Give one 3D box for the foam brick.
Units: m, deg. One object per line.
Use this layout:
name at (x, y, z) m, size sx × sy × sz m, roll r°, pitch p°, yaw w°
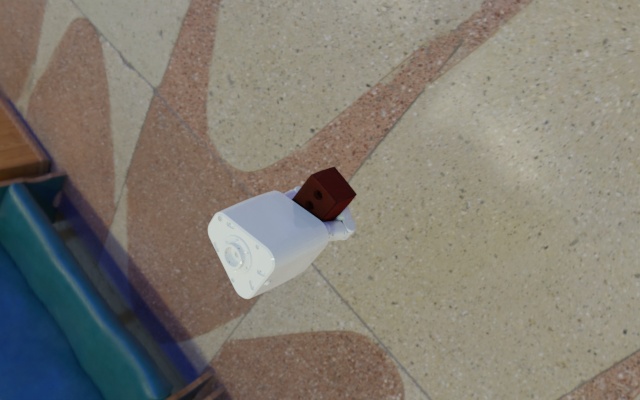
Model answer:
foam brick at (0.000, 0.002, 0.650) m, size 0.051 × 0.053 × 0.078 m, roll -20°, pitch -25°, yaw -50°
